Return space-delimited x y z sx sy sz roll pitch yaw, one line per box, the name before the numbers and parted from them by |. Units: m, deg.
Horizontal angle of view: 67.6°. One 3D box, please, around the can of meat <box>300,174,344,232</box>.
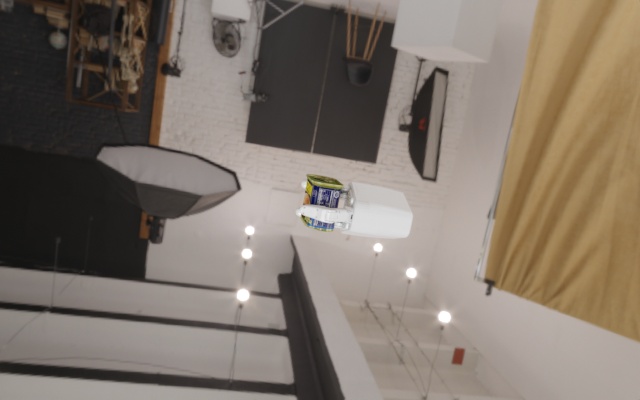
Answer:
can of meat | 0.000 0.003 0.854 0.057 0.084 0.102 8 10 -11
